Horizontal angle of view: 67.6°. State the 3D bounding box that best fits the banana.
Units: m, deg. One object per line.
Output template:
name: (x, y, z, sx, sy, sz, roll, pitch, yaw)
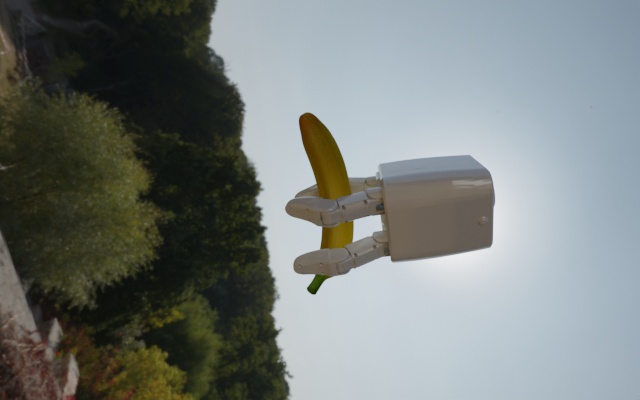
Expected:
banana: (0.009, 0.001, 0.527, 0.037, 0.198, 0.069, 2, 13, 30)
